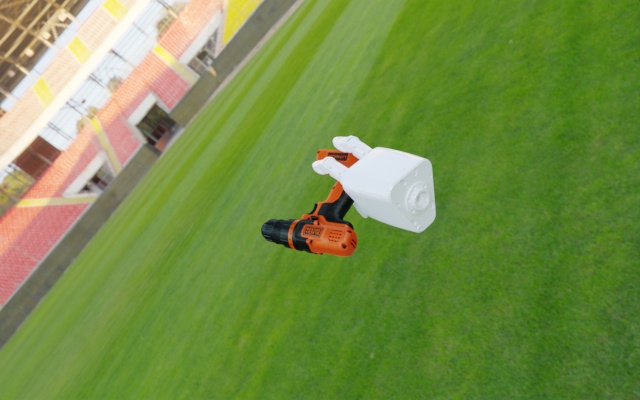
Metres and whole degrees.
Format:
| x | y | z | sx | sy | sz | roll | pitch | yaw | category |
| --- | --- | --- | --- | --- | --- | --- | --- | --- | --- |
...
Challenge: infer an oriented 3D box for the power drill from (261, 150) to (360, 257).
| x | y | z | sx | sy | sz | roll | pitch | yaw | category |
| --- | --- | --- | --- | --- | --- | --- | --- | --- | --- |
| 0.000 | 0.002 | 0.823 | 0.184 | 0.187 | 0.057 | 8 | -25 | 32 | power drill |
